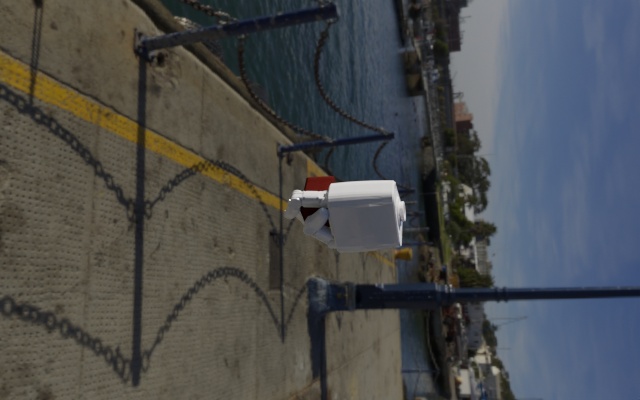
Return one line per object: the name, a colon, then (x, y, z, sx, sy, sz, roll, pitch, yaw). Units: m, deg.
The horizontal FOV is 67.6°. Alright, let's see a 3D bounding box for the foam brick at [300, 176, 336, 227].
foam brick: (0.000, 0.002, 0.825, 0.051, 0.078, 0.053, -5, -46, 16)
